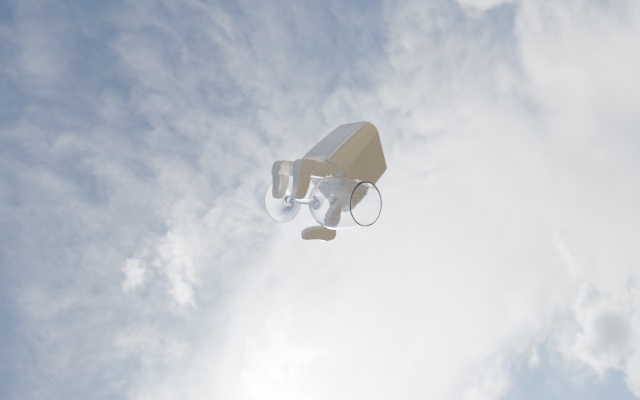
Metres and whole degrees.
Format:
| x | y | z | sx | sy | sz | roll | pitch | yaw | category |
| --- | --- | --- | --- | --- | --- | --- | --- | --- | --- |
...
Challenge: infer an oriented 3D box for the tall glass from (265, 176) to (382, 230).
| x | y | z | sx | sy | sz | roll | pitch | yaw | category |
| --- | --- | --- | --- | --- | --- | --- | --- | --- | --- |
| 0.000 | 0.002 | 0.725 | 0.079 | 0.079 | 0.201 | 0 | 2 | -39 | tall glass |
